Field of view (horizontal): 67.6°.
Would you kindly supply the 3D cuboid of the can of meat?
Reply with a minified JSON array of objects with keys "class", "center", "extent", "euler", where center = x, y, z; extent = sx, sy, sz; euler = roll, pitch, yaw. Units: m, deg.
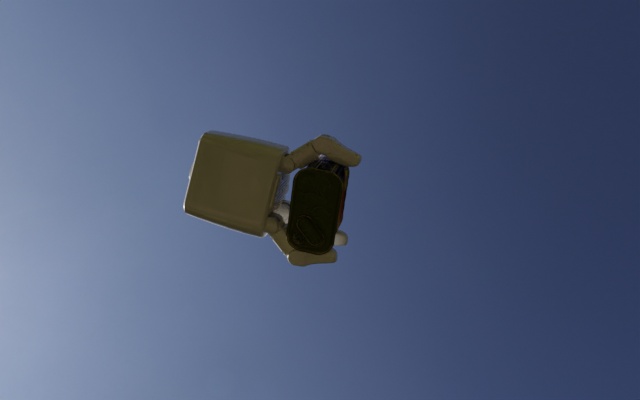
[{"class":"can of meat","center":[0.000,0.002,0.579],"extent":[0.057,0.102,0.084],"euler":[11,19,8]}]
